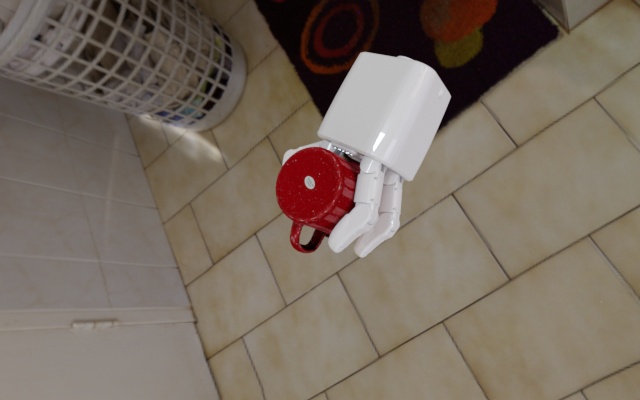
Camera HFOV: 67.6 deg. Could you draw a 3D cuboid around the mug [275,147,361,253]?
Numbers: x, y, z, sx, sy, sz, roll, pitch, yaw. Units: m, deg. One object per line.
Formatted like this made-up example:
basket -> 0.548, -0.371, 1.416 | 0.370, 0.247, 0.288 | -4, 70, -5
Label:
mug -> -0.001, 0.003, 0.516 | 0.093, 0.117, 0.081 | 27, 3, 32
